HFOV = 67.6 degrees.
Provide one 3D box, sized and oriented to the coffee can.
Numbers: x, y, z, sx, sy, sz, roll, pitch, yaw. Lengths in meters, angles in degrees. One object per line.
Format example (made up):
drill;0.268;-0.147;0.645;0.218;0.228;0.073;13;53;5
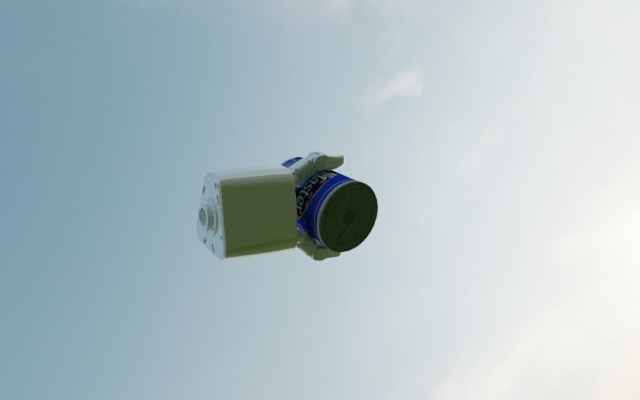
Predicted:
coffee can;0.000;0.002;0.700;0.103;0.103;0.140;0;18;-37
